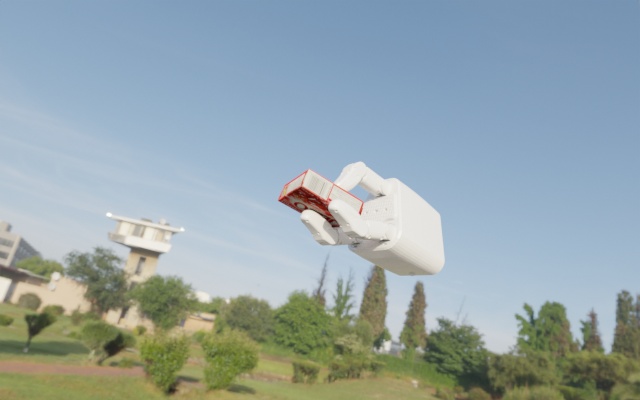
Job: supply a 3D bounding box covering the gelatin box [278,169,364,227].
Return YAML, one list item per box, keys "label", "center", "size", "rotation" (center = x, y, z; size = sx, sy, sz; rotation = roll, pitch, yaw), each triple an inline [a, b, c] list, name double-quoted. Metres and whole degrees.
- label: "gelatin box"
  center: [0.000, 0.001, 0.617]
  size: [0.089, 0.030, 0.073]
  rotation: [31, -26, -19]
